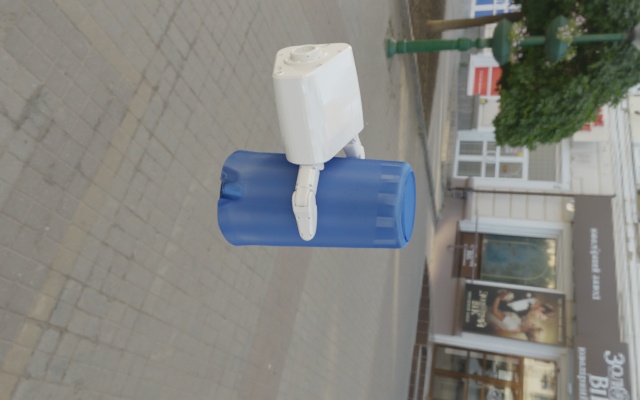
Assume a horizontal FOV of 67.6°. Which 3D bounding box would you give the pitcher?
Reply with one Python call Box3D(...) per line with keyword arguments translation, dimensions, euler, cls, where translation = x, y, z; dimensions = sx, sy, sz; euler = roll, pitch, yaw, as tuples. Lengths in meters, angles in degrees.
Box3D(translation=(0.000, 0.002, 0.636), dimensions=(0.243, 0.145, 0.149), euler=(3, 37, 19), cls="pitcher")
